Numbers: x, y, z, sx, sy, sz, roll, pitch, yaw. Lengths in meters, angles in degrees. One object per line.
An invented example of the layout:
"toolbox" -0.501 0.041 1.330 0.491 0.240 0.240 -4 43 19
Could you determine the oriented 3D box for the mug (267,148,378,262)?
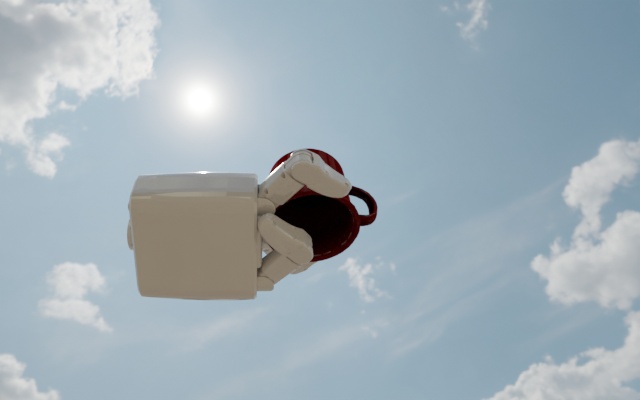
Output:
"mug" 0.001 0.001 0.484 0.117 0.093 0.081 2 40 -8
